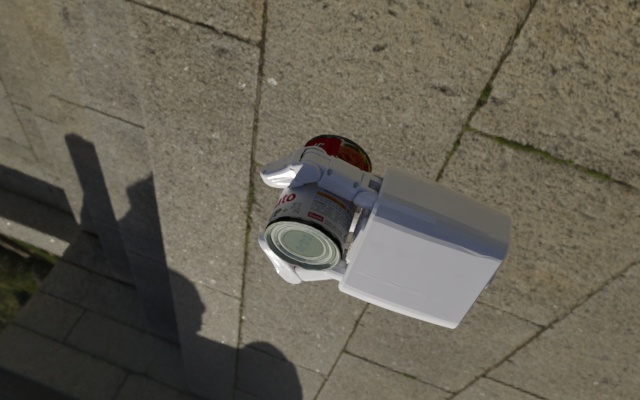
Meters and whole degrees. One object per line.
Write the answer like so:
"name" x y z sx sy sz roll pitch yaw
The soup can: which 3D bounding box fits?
"soup can" 0.000 0.001 0.412 0.068 0.102 0.069 13 -39 11
